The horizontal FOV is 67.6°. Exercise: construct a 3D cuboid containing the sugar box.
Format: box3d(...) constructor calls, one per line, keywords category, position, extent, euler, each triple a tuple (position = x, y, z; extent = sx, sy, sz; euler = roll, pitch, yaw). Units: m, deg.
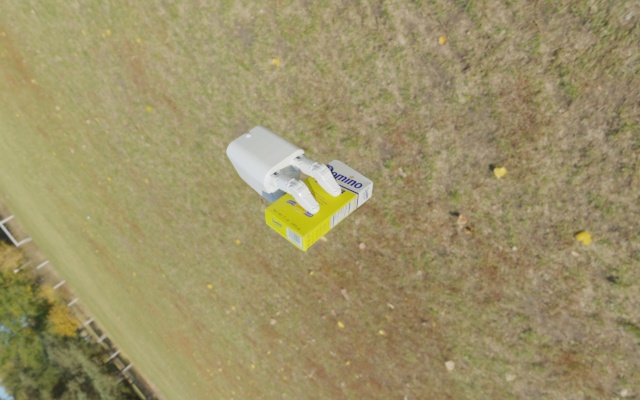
box3d(category="sugar box", position=(0.000, 0.002, 0.820), extent=(0.093, 0.048, 0.176), euler=(34, 57, 26))
